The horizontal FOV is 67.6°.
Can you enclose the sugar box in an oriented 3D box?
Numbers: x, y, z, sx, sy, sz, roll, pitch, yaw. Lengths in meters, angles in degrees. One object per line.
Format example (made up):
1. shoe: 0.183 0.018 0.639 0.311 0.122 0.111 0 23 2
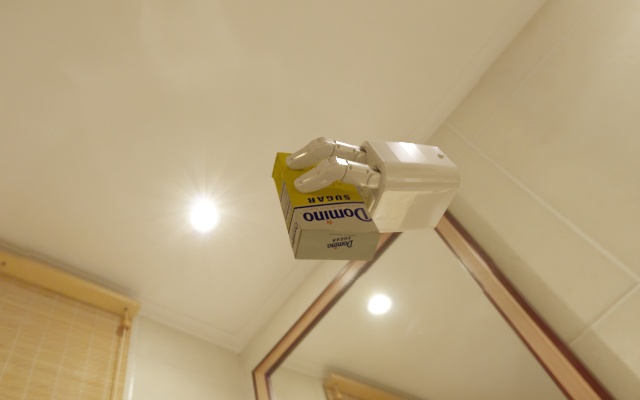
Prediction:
1. sugar box: 0.000 0.001 0.579 0.093 0.048 0.176 3 29 -18
